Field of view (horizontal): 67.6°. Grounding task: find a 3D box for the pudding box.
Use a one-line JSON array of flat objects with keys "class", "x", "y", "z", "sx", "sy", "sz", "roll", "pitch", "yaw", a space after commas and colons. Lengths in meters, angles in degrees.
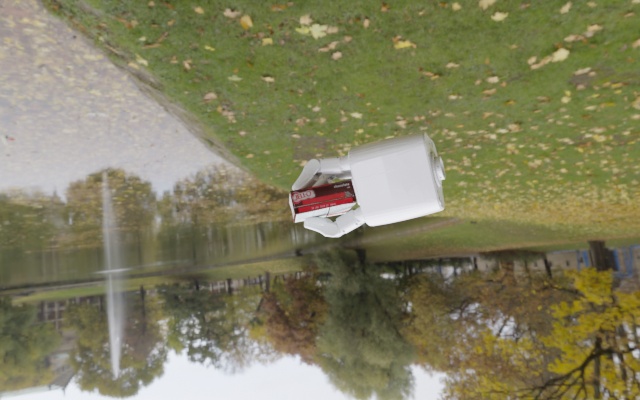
[{"class": "pudding box", "x": 0.000, "y": 0.002, "z": 0.705, "sx": 0.090, "sy": 0.039, "sz": 0.113, "roll": -10, "pitch": -9, "yaw": -6}]
